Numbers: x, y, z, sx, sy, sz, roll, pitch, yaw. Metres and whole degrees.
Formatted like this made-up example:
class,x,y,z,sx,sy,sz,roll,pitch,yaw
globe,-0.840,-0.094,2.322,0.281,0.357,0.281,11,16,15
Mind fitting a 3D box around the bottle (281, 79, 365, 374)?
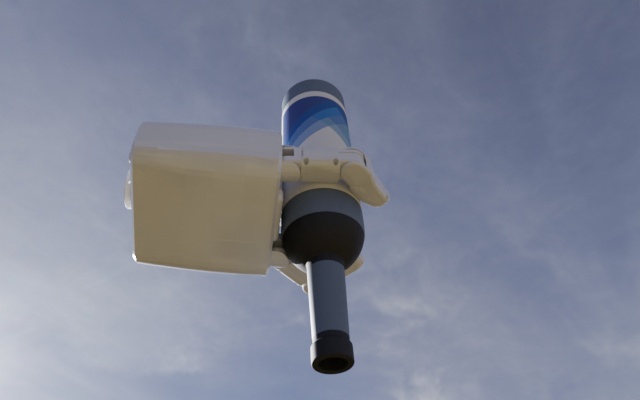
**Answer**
class,x,y,z,sx,sy,sz,roll,pitch,yaw
bottle,0.000,0.001,0.405,0.069,0.069,0.295,0,44,-4
